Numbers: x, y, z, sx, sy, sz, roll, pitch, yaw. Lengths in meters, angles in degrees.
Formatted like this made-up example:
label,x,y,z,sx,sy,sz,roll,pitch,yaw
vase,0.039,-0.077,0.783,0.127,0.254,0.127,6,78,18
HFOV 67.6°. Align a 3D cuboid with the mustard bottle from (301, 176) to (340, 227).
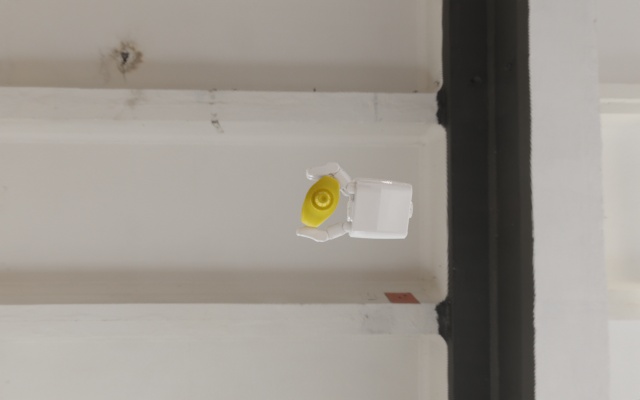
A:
label,x,y,z,sx,sy,sz,roll,pitch,yaw
mustard bottle,0.000,0.003,0.885,0.058,0.096,0.191,29,-4,-1
